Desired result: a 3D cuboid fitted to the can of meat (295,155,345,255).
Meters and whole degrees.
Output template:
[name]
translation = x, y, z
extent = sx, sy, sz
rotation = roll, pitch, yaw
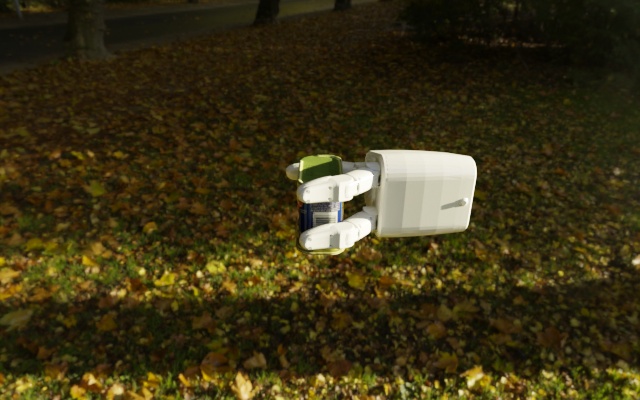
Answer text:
[can of meat]
translation = 0.000, 0.001, 0.558
extent = 0.057, 0.084, 0.102
rotation = 1, 26, -1
